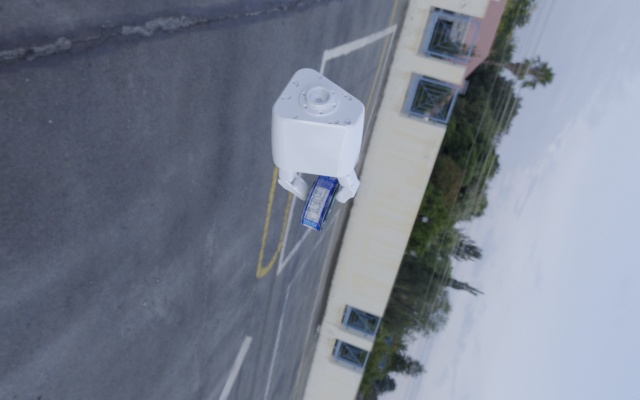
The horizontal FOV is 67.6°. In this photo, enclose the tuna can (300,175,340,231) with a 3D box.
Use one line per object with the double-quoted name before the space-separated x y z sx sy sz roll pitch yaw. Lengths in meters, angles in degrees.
"tuna can" 0.001 0.003 0.726 0.034 0.086 0.086 22 2 6
